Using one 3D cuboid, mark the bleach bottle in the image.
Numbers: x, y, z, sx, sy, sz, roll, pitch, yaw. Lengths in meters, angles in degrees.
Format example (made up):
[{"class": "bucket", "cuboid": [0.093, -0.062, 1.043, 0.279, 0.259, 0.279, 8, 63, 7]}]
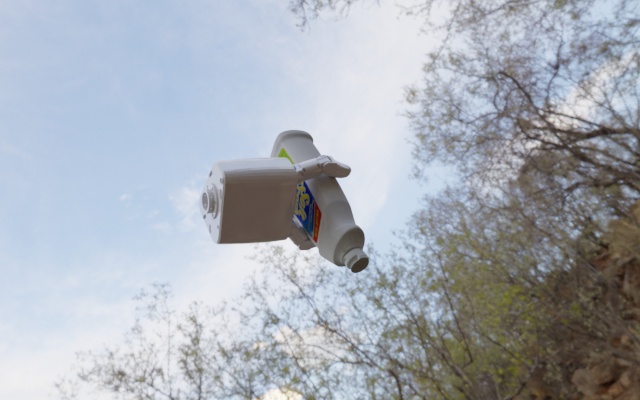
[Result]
[{"class": "bleach bottle", "cuboid": [0.000, 0.002, 0.708, 0.068, 0.103, 0.250, -3, 40, -32]}]
